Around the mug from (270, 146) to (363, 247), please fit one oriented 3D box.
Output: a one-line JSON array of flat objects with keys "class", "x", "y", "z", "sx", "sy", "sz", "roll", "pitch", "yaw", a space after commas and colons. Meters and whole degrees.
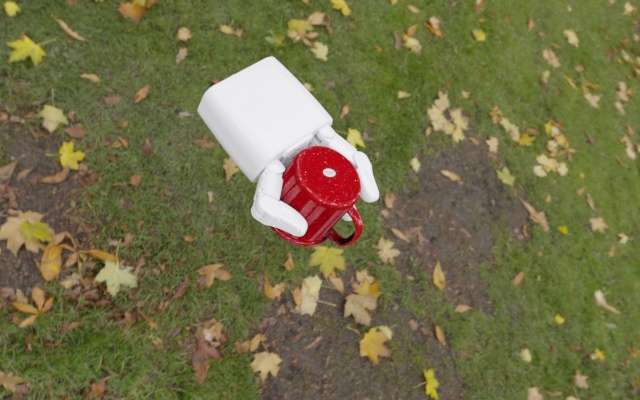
[{"class": "mug", "x": 0.001, "y": 0.003, "z": 0.532, "sx": 0.093, "sy": 0.117, "sz": 0.081, "roll": -36, "pitch": -8, "yaw": -42}]
